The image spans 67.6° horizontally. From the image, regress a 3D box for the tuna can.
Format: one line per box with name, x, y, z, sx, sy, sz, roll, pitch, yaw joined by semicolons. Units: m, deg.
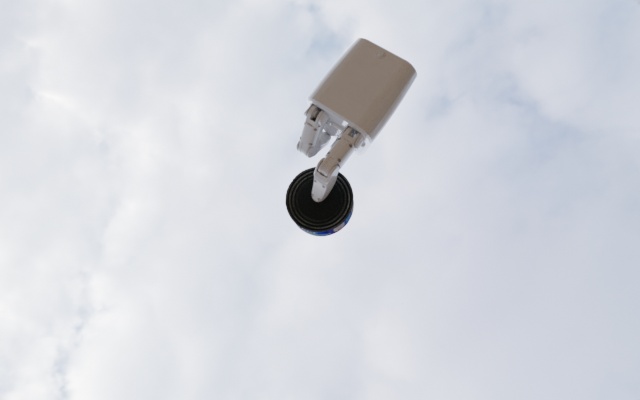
tuna can;0.000;0.002;0.610;0.086;0.086;0.034;0;-16;6
